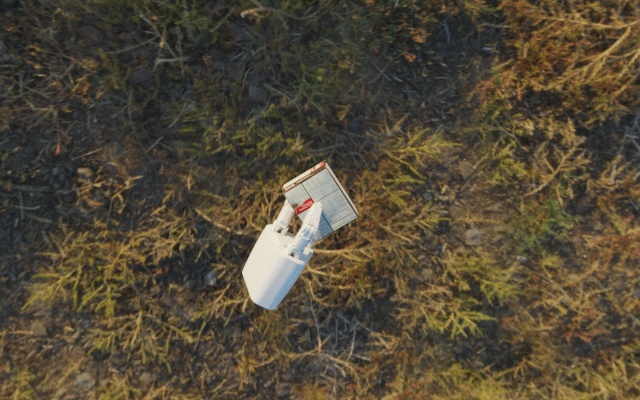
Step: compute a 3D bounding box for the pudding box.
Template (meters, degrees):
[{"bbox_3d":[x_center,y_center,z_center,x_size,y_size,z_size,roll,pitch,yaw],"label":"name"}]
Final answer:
[{"bbox_3d":[0.000,0.003,0.818,0.090,0.113,0.039,-31,21,7],"label":"pudding box"}]
